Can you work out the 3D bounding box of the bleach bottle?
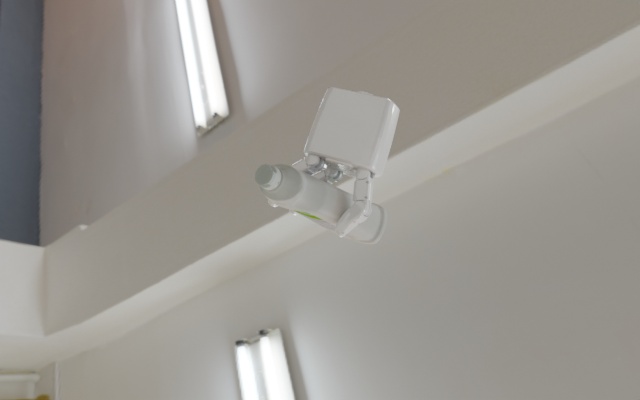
[{"bbox_3d":[0.000,0.002,0.692,0.102,0.068,0.251,12,-9,34],"label":"bleach bottle"}]
